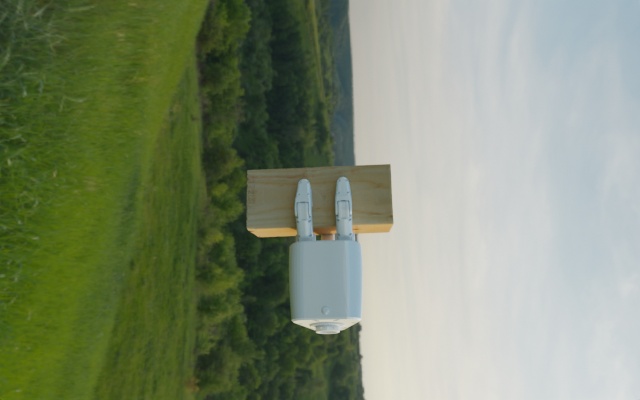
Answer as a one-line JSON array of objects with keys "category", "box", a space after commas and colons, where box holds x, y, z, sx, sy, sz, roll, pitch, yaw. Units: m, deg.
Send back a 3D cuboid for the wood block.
[{"category": "wood block", "box": [0.000, 0.003, 0.716, 0.206, 0.090, 0.091, -2, -12, 3]}]
